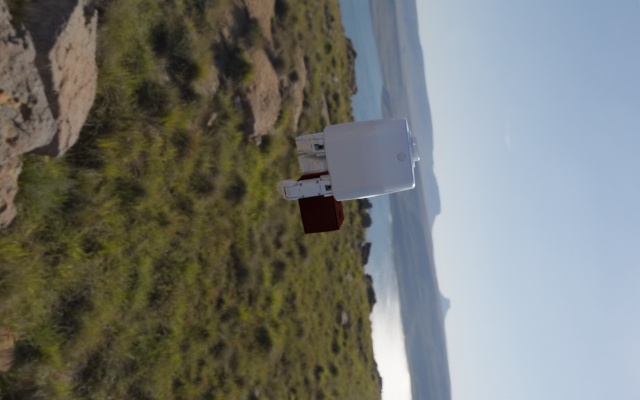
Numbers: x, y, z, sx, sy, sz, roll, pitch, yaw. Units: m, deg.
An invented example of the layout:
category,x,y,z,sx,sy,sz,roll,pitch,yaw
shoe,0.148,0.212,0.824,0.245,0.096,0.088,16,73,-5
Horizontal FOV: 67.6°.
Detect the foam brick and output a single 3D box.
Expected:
category,x,y,z,sx,sy,sz,roll,pitch,yaw
foam brick,0.000,0.002,0.678,0.051,0.078,0.053,-7,14,12
